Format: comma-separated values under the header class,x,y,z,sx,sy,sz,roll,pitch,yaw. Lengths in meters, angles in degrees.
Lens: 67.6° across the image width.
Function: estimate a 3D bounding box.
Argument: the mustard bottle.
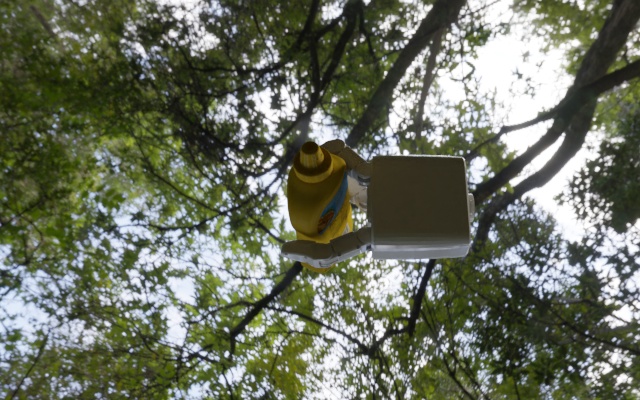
class,x,y,z,sx,sy,sz,roll,pitch,yaw
mustard bottle,0.000,0.002,0.550,0.058,0.096,0.192,20,-30,19
